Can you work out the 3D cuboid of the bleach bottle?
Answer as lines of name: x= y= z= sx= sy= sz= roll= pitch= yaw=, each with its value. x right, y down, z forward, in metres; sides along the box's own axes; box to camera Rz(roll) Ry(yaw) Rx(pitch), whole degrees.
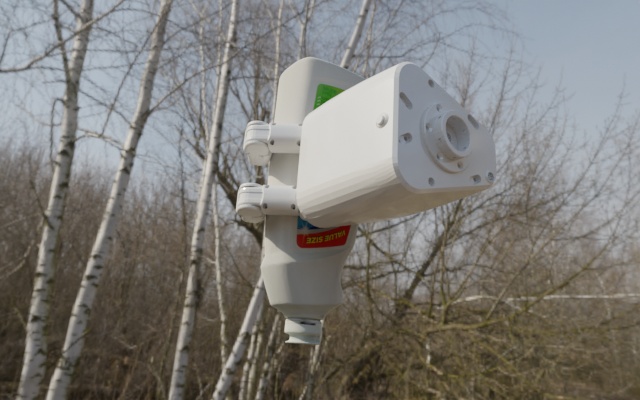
bleach bottle: x=0.000 y=0.001 z=0.437 sx=0.102 sy=0.250 sz=0.068 roll=16 pitch=-21 yaw=-33
